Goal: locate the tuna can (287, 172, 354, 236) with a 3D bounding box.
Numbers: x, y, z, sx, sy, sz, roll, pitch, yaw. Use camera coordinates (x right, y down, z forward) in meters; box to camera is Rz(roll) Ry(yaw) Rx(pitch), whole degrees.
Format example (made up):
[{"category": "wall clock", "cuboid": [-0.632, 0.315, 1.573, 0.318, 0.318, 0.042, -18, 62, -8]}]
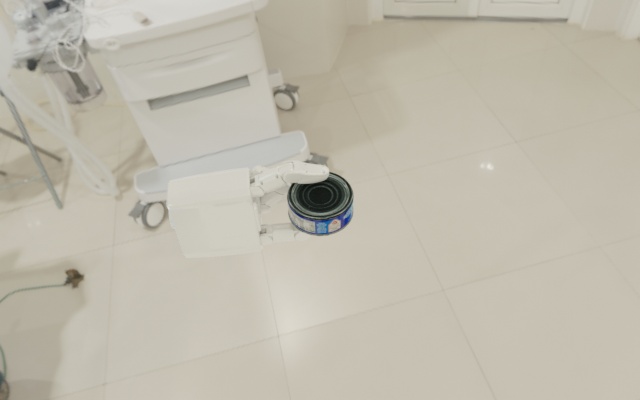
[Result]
[{"category": "tuna can", "cuboid": [0.000, 0.002, 0.612, 0.086, 0.086, 0.034, 0, -42, 1]}]
